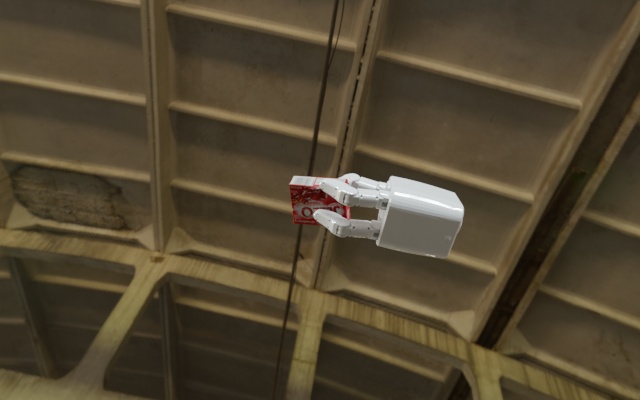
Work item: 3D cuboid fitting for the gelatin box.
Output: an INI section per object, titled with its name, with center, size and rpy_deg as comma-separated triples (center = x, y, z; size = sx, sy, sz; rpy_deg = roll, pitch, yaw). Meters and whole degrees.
[gelatin box]
center = 0.000, 0.002, 0.733
size = 0.089, 0.073, 0.030
rpy_deg = 4, 34, 14
